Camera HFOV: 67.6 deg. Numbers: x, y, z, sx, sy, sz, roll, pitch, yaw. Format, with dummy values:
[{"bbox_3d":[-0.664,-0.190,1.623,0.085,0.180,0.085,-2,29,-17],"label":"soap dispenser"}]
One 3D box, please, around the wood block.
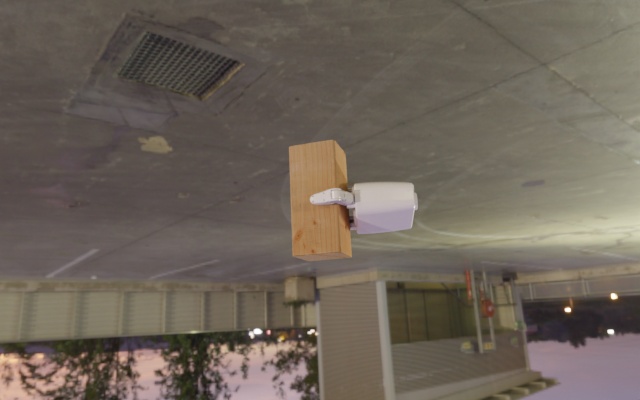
[{"bbox_3d":[0.000,0.003,0.891,0.090,0.206,0.091,-7,-14,16],"label":"wood block"}]
